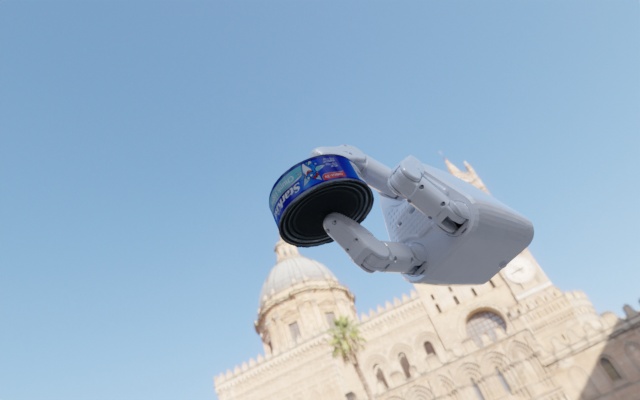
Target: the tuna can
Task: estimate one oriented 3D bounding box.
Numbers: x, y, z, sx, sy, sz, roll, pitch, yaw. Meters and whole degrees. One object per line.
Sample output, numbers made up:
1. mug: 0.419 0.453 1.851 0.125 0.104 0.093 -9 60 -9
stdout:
1. tuna can: 0.000 0.001 0.409 0.086 0.033 0.086 -17 -36 -13
